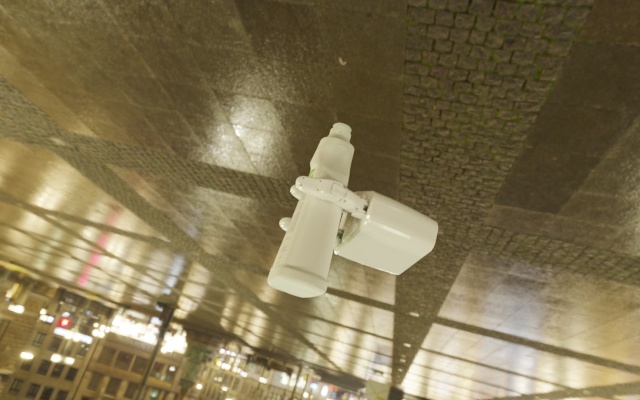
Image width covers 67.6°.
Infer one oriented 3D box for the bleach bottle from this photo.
[{"bbox_3d":[0.000,0.002,0.657,0.068,0.250,0.102,22,-21,-13],"label":"bleach bottle"}]
